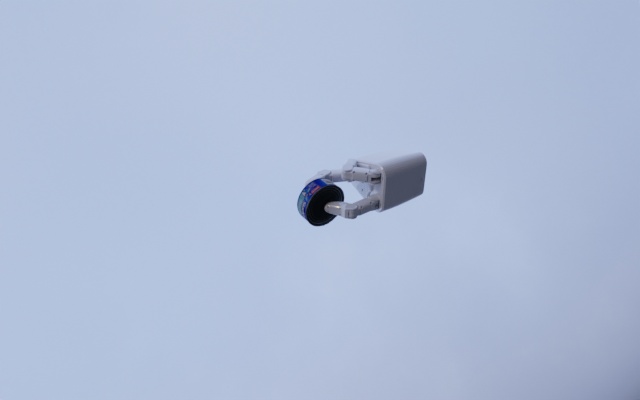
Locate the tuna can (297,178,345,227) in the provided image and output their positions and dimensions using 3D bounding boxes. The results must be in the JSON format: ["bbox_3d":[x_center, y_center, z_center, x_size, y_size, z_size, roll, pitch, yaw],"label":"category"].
[{"bbox_3d":[0.000,0.003,0.873,0.086,0.086,0.033,0,28,-41],"label":"tuna can"}]
